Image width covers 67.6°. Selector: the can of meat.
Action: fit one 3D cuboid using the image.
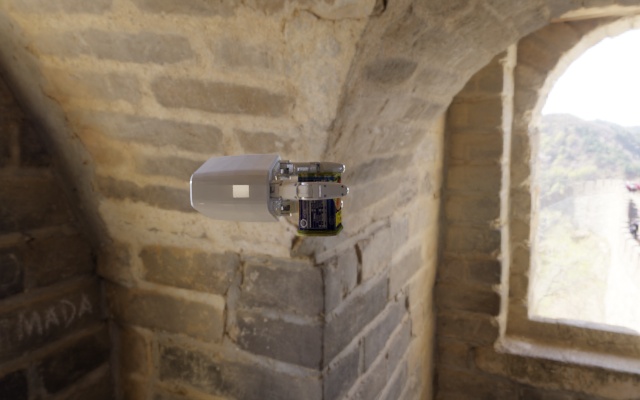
[{"bbox_3d":[0.000,0.002,0.670,0.057,0.084,0.102,0,4,9],"label":"can of meat"}]
